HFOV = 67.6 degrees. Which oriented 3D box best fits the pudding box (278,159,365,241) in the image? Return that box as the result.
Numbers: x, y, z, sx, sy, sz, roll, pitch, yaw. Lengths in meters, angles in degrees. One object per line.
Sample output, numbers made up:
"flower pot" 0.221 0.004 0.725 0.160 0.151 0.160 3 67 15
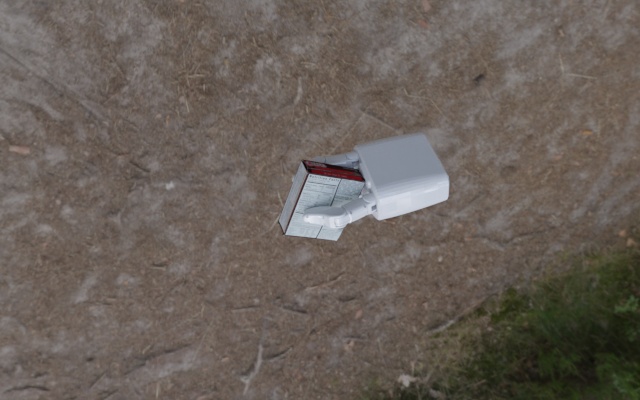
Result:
"pudding box" 0.000 0.002 0.674 0.090 0.113 0.039 9 31 -24
